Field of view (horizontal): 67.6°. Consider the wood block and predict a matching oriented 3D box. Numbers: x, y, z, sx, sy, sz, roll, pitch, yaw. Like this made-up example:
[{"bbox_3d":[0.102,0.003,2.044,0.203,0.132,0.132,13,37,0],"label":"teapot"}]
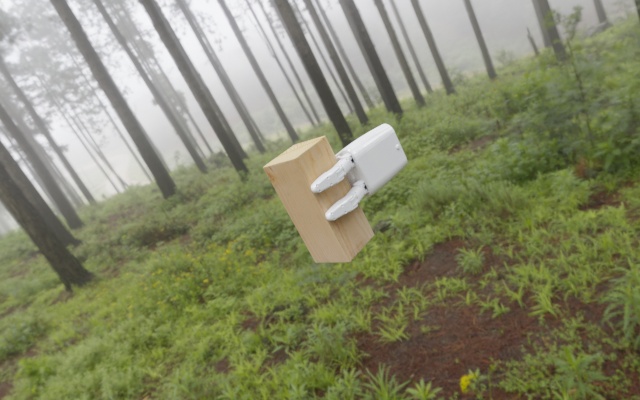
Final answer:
[{"bbox_3d":[0.000,0.002,0.852,0.091,0.206,0.090,-9,25,47],"label":"wood block"}]
